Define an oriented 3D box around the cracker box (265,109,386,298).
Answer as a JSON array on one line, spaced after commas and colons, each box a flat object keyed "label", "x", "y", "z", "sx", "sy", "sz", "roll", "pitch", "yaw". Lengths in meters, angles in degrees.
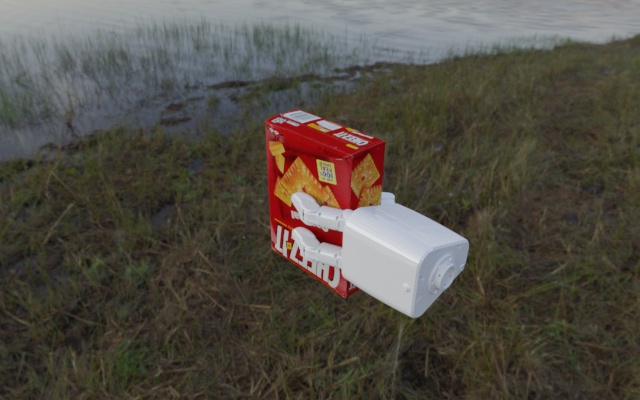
[{"label": "cracker box", "x": 0.000, "y": 0.002, "z": 0.651, "sx": 0.072, "sy": 0.214, "sz": 0.164, "roll": -24, "pitch": 38, "yaw": -37}]
